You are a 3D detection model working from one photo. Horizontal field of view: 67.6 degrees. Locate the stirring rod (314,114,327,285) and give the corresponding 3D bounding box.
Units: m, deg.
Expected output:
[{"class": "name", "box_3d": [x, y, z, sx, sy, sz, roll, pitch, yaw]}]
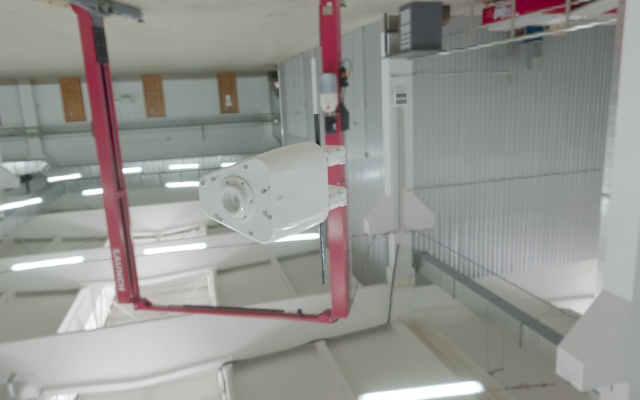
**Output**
[{"class": "stirring rod", "box_3d": [0.000, 0.002, 0.661, 0.011, 0.239, 0.011, -3, 12, 1]}]
